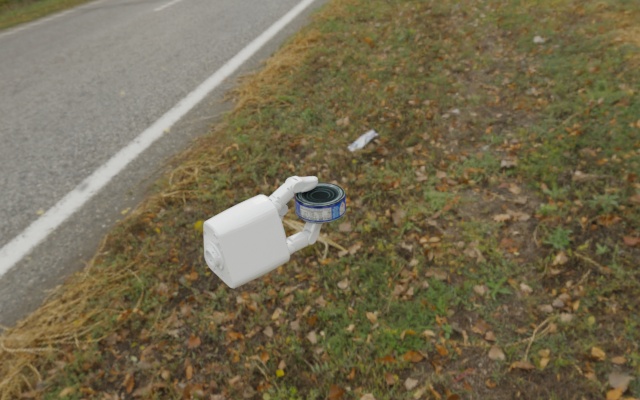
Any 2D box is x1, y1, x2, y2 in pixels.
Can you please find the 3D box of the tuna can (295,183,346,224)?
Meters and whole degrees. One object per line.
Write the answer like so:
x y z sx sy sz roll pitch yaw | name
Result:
0.000 0.002 0.797 0.086 0.034 0.086 -2 28 1 | tuna can
